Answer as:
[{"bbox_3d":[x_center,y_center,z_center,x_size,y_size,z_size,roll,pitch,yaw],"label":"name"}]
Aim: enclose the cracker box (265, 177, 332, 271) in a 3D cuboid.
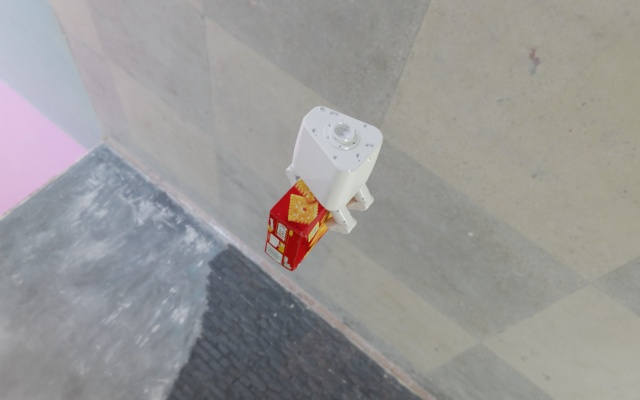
[{"bbox_3d":[0.000,0.003,0.814,0.072,0.213,0.164,37,-28,11],"label":"cracker box"}]
